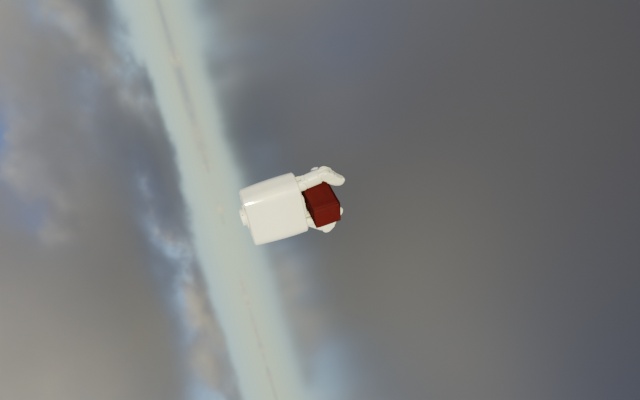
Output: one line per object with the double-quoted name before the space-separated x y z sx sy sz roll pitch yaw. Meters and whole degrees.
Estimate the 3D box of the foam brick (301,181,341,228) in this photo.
"foam brick" 0.000 0.003 0.898 0.051 0.053 0.078 -19 48 -11
